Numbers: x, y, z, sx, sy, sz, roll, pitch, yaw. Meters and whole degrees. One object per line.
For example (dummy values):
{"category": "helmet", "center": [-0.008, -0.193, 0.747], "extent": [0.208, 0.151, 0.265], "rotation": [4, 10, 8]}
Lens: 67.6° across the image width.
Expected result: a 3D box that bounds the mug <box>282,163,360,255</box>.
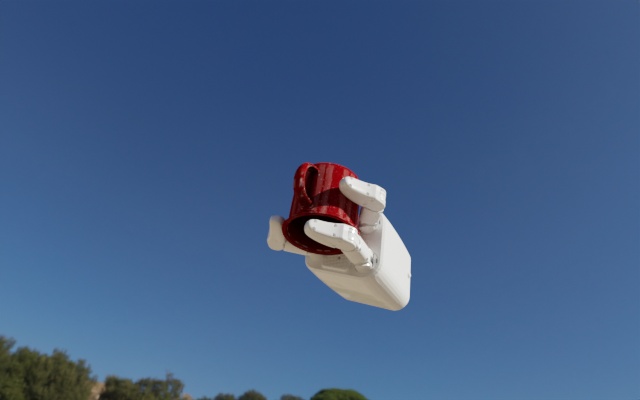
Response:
{"category": "mug", "center": [-0.001, 0.001, 0.571], "extent": [0.093, 0.081, 0.117], "rotation": [-11, -40, 27]}
